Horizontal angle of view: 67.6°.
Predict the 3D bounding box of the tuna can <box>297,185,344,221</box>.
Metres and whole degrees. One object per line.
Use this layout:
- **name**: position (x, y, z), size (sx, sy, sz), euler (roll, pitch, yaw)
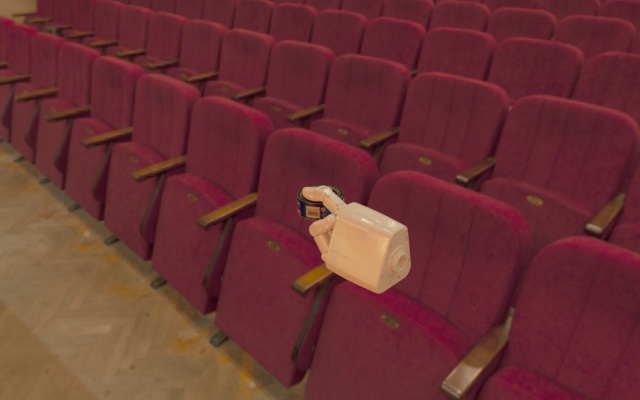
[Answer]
- **tuna can**: position (0.000, 0.002, 0.855), size (0.086, 0.034, 0.086), euler (-2, 25, 1)
